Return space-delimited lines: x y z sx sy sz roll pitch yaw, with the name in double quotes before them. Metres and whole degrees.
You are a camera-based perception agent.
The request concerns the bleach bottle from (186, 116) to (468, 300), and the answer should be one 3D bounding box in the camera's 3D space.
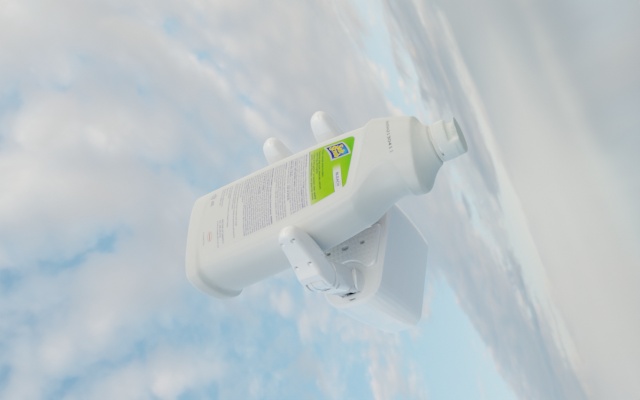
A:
"bleach bottle" 0.000 0.001 0.404 0.251 0.102 0.068 -23 -38 25
